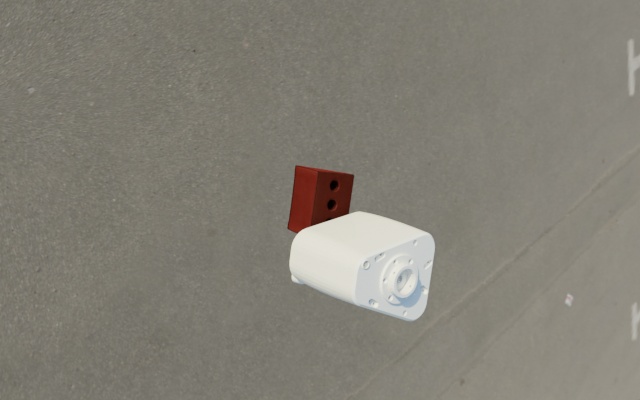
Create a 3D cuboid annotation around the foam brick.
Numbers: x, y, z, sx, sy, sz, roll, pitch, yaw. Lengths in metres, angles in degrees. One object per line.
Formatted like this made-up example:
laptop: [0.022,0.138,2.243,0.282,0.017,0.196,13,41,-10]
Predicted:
foam brick: [0.000,0.002,0.555,0.053,0.078,0.051,4,6,-34]
